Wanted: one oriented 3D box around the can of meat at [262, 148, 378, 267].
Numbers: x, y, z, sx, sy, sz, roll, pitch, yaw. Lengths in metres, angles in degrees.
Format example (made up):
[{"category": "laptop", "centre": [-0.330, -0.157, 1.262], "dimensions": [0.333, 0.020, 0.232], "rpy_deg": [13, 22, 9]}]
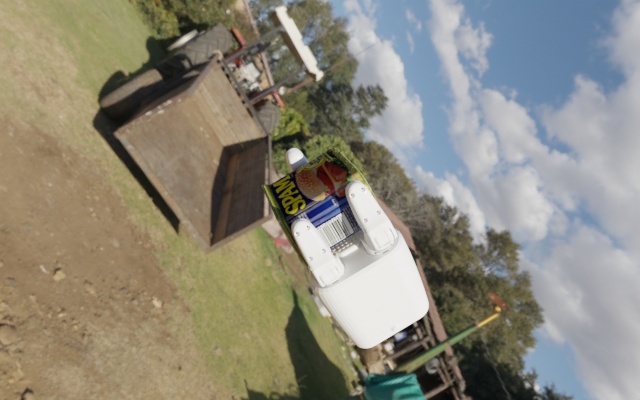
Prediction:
[{"category": "can of meat", "centre": [0.000, 0.001, 0.453], "dimensions": [0.084, 0.057, 0.102], "rpy_deg": [-31, 31, -2]}]
